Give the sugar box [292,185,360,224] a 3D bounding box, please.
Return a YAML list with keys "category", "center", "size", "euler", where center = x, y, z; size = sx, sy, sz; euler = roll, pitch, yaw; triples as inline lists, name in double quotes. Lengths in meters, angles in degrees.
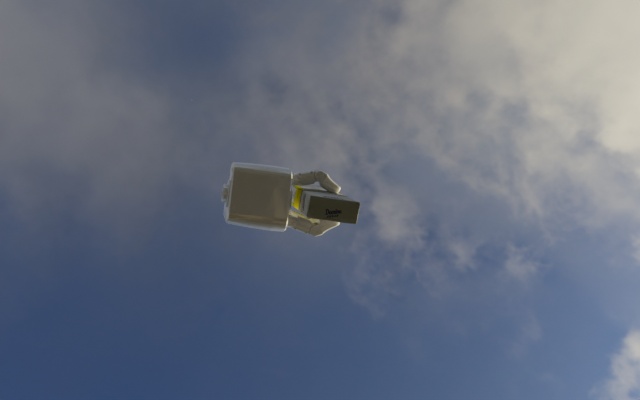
- category: "sugar box"
  center: [0.000, 0.003, 0.891]
  size: [0.093, 0.048, 0.176]
  euler: [8, 9, -16]
